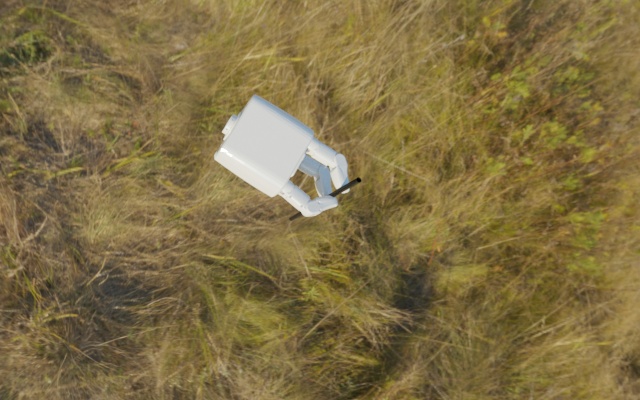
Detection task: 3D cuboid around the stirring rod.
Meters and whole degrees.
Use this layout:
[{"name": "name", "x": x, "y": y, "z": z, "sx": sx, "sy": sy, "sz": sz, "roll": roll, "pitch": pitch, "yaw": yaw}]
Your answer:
[{"name": "stirring rod", "x": 0.000, "y": 0.003, "z": 0.777, "sx": 0.011, "sy": 0.011, "sz": 0.239, "roll": 0, "pitch": -15, "yaw": -28}]
